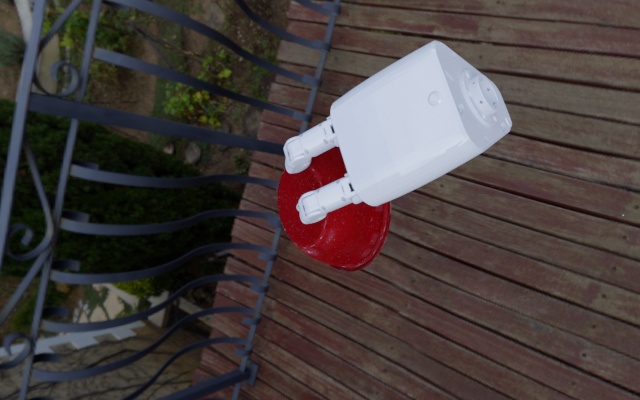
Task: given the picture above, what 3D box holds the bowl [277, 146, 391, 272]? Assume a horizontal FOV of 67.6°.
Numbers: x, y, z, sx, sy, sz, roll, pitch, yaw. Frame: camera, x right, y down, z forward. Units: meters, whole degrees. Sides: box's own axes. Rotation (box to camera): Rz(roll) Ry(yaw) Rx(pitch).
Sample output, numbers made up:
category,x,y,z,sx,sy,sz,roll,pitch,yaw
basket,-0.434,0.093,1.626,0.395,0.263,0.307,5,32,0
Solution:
category,x,y,z,sx,sy,sz,roll,pitch,yaw
bowl,-0.001,0.002,0.517,0.055,0.162,0.162,-8,5,-37
